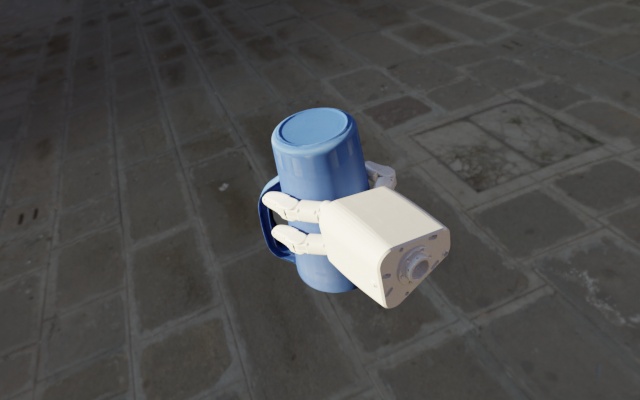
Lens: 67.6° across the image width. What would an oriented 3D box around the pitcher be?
[{"bbox_3d":[0.000,0.002,0.659,0.149,0.243,0.145,-29,41,-20],"label":"pitcher"}]
